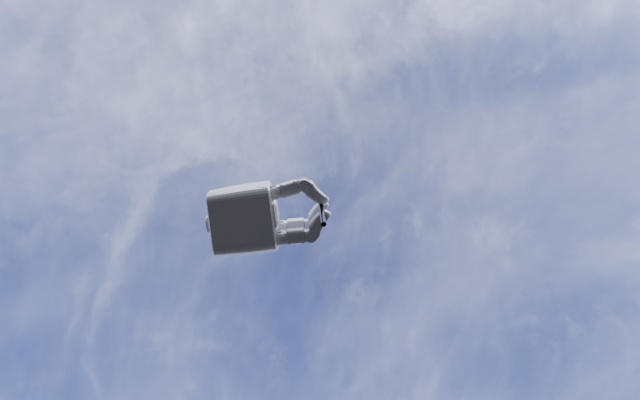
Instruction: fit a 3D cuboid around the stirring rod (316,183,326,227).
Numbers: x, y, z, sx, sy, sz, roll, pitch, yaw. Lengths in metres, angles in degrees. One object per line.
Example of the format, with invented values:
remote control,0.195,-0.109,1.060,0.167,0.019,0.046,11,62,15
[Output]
stirring rod,0.000,0.003,0.813,0.011,0.011,0.239,0,16,-2
